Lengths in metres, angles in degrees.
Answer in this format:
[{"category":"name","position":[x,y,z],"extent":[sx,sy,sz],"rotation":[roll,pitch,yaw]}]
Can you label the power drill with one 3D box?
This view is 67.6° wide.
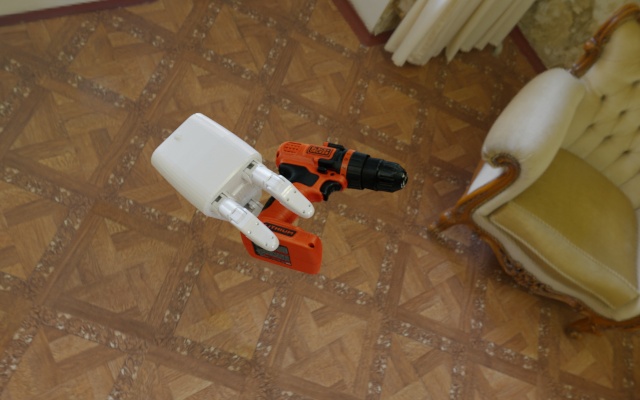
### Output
[{"category":"power drill","position":[0.000,0.002,0.601],"extent":[0.184,0.057,0.187],"rotation":[11,47,22]}]
